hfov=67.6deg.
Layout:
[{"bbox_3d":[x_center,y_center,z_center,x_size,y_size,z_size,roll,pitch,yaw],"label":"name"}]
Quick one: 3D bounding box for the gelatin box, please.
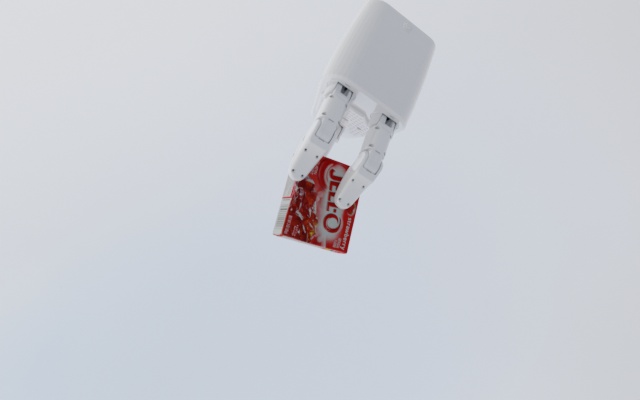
[{"bbox_3d":[0.000,0.002,0.478,0.073,0.089,0.030,18,-10,-23],"label":"gelatin box"}]
